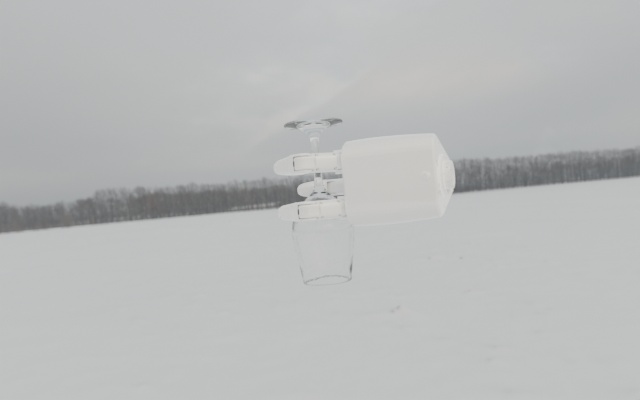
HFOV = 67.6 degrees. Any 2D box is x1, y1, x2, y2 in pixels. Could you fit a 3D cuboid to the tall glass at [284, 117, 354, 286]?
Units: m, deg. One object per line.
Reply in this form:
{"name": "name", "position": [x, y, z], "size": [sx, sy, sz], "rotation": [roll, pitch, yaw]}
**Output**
{"name": "tall glass", "position": [0.000, 0.001, 0.600], "size": [0.079, 0.201, 0.079], "rotation": [-5, 0, 0]}
